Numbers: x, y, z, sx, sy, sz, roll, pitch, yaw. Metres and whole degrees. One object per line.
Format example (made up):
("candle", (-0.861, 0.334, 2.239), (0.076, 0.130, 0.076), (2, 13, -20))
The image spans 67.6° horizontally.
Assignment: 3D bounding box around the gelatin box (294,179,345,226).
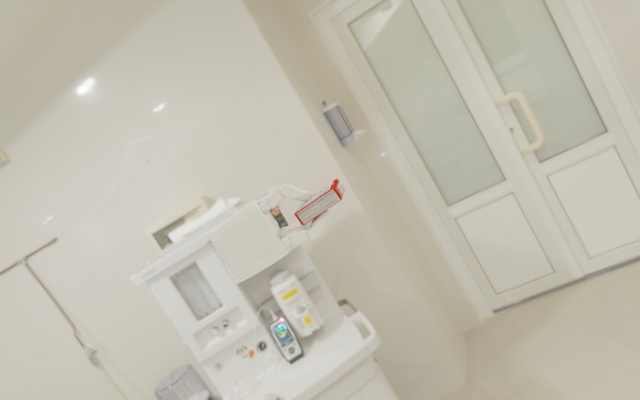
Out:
("gelatin box", (0.000, 0.002, 0.868), (0.089, 0.030, 0.073), (-35, 8, 15))
